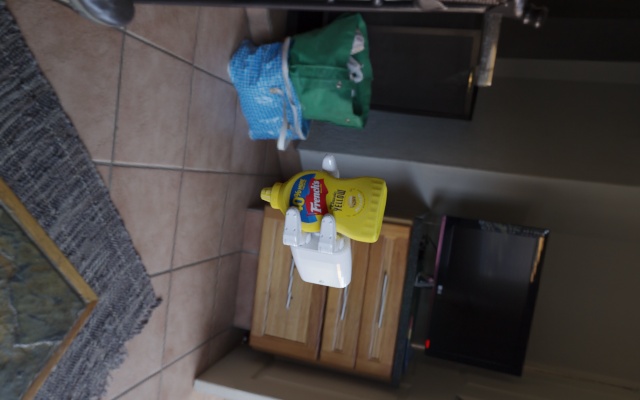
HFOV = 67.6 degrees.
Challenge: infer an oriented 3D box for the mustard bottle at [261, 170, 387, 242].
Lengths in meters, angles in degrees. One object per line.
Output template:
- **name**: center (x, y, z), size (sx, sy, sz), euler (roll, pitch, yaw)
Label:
- **mustard bottle**: center (0.000, 0.002, 0.732), size (0.191, 0.096, 0.058), euler (8, -15, 15)
